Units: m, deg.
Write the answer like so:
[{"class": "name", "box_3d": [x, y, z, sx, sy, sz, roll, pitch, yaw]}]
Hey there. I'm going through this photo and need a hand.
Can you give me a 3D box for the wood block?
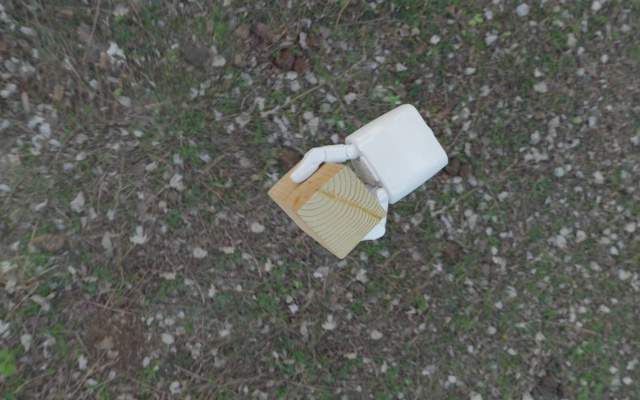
[{"class": "wood block", "box_3d": [0.000, 0.002, 0.704, 0.090, 0.091, 0.206, -44, 17, -7]}]
